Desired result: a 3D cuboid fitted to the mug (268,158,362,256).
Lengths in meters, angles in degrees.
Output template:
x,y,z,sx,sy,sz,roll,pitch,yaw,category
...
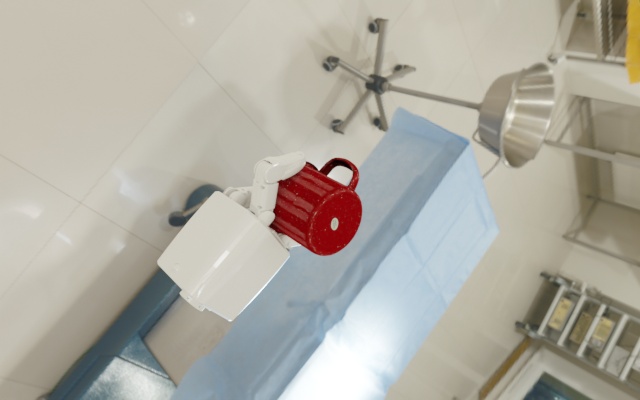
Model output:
x,y,z,sx,sy,sz,roll,pitch,yaw,category
0.001,0.001,0.541,0.081,0.117,0.093,29,-15,43,mug
